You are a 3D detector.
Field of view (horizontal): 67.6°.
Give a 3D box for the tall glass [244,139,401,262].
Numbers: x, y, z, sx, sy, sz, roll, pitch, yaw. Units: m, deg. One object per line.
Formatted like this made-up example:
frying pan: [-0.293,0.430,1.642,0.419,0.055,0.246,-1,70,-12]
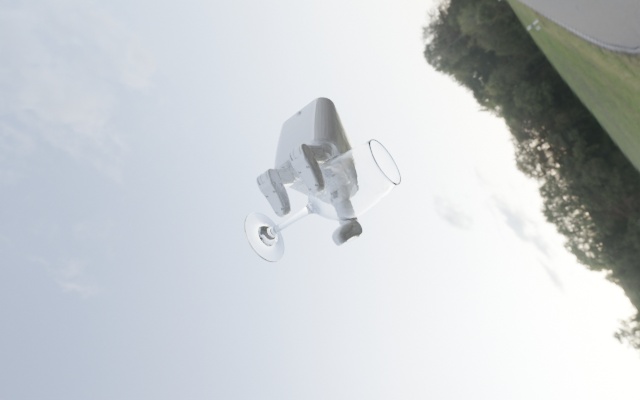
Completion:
tall glass: [0.000,0.002,0.596,0.201,0.079,0.079,-32,-16,27]
